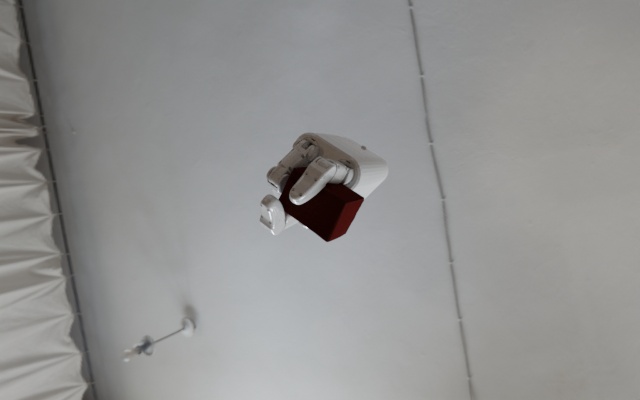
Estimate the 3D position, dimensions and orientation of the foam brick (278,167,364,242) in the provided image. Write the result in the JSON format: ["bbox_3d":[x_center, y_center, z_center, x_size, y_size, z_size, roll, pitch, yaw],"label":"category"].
[{"bbox_3d":[0.000,0.002,0.544,0.078,0.053,0.051,35,20,22],"label":"foam brick"}]
